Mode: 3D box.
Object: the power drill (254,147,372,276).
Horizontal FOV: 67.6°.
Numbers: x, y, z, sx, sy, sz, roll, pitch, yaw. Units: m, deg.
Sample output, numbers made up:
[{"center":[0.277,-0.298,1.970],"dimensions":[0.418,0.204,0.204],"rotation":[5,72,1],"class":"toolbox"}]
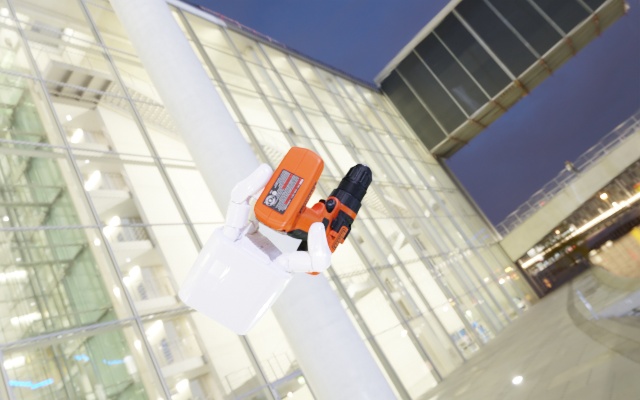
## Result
[{"center":[0.000,0.002,0.648],"dimensions":[0.057,0.184,0.188],"rotation":[24,-10,29],"class":"power drill"}]
